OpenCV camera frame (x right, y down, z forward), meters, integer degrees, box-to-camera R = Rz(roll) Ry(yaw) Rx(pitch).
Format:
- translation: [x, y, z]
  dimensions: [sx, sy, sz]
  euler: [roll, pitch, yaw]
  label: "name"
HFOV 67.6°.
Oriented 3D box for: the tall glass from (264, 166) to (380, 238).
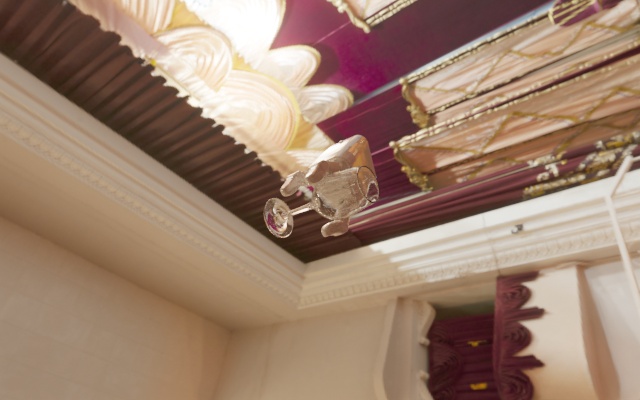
- translation: [0.000, 0.003, 0.806]
  dimensions: [0.201, 0.079, 0.079]
  euler: [-20, -12, 36]
  label: "tall glass"
